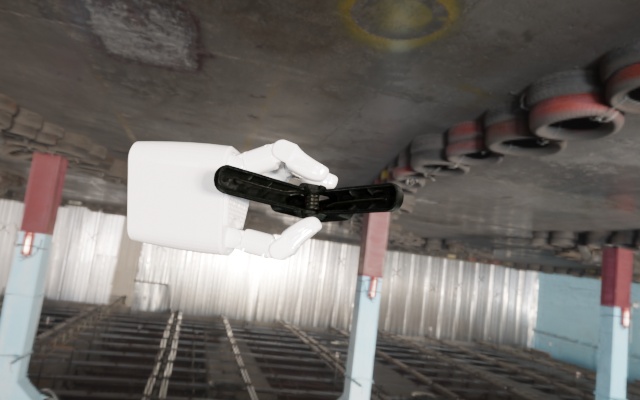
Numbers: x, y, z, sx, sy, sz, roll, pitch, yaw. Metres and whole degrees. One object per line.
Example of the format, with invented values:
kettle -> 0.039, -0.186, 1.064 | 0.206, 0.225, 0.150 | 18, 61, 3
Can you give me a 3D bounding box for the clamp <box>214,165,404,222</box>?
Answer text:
clamp -> 0.000, 0.002, 0.496 | 0.164, 0.036, 0.210 | 6, -7, 8
